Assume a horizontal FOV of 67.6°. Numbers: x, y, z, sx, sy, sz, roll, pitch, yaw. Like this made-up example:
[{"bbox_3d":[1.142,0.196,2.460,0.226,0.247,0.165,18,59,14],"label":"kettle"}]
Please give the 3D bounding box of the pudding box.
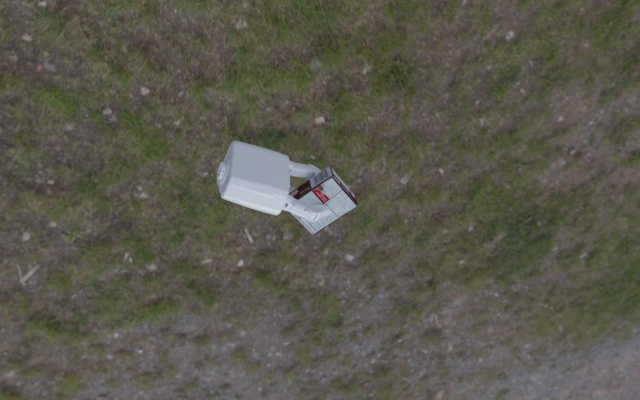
[{"bbox_3d":[0.000,0.003,0.897,0.113,0.090,0.039,-33,34,16],"label":"pudding box"}]
